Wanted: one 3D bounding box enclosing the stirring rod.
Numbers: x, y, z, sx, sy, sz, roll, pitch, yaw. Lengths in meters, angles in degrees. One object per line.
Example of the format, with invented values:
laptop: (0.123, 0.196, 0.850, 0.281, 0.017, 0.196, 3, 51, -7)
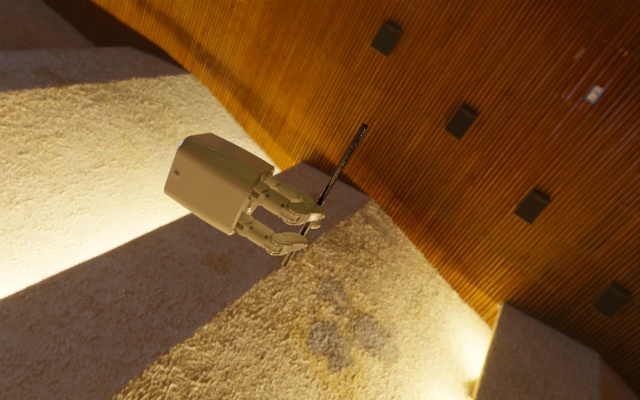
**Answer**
stirring rod: (0.000, 0.002, 0.620, 0.011, 0.240, 0.011, 22, 31, -14)
